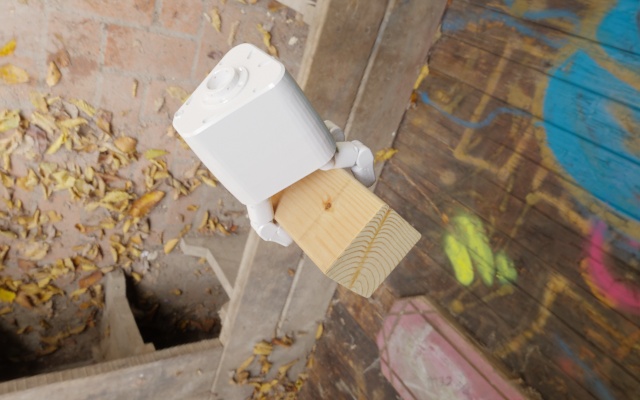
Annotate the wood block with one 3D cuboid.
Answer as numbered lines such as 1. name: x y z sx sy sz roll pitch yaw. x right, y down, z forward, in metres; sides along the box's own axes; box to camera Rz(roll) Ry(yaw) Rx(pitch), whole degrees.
1. wood block: 0.000 0.002 0.543 0.090 0.091 0.206 37 5 -47
